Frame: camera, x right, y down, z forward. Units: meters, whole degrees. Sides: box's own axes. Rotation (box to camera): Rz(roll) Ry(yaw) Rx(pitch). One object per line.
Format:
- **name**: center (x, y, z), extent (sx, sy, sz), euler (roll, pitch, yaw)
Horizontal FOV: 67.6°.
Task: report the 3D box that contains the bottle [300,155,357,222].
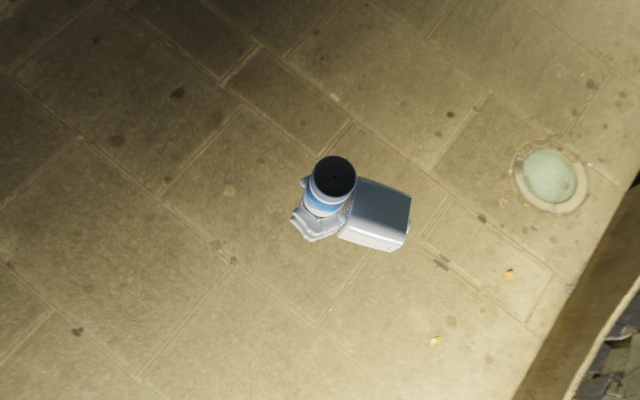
- **bottle**: center (0.000, 0.003, 0.837), extent (0.069, 0.069, 0.296), euler (0, -15, -8)
